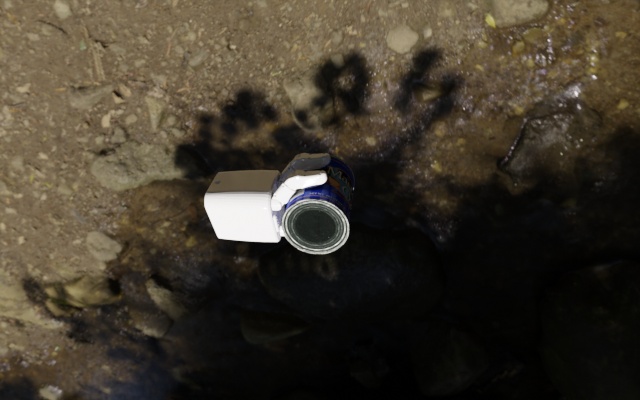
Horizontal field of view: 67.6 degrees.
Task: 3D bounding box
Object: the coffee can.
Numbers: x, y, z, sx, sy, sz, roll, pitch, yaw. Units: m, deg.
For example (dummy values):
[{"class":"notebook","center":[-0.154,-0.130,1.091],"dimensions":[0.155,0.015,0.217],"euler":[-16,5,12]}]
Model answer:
[{"class":"coffee can","center":[0.000,0.002,0.769],"dimensions":[0.103,0.103,0.140],"euler":[0,33,8]}]
